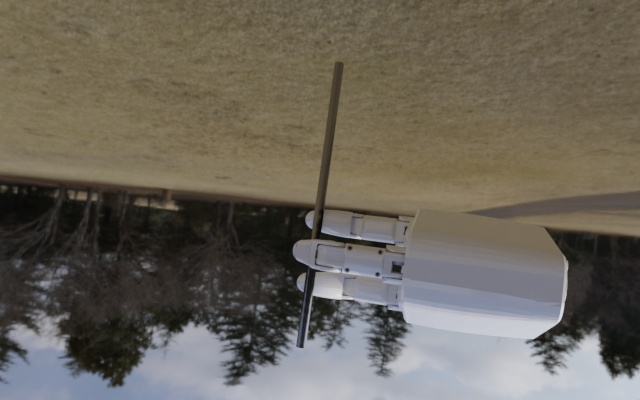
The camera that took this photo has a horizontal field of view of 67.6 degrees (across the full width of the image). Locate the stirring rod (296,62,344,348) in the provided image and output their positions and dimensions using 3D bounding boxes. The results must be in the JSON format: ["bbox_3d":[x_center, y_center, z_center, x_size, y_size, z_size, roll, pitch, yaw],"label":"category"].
[{"bbox_3d":[0.000,0.001,0.400,0.011,0.239,0.011,8,-4,1],"label":"stirring rod"}]
